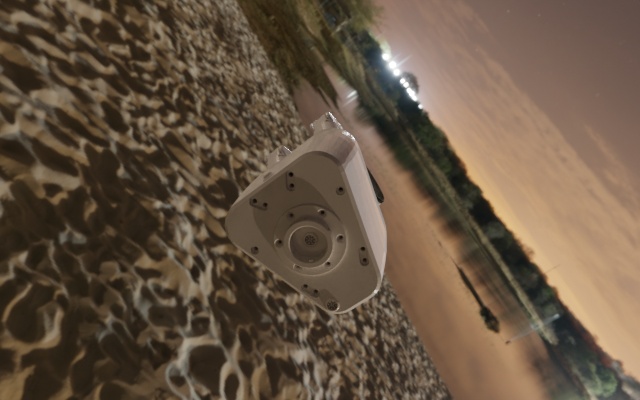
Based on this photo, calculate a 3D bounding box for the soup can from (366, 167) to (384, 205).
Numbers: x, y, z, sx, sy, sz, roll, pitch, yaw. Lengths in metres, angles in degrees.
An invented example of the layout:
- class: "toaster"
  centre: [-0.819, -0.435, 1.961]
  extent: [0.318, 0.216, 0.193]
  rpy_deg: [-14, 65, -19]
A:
- class: "soup can"
  centre: [0.000, 0.001, 0.452]
  extent: [0.102, 0.068, 0.068]
  rpy_deg: [-35, -10, 14]
